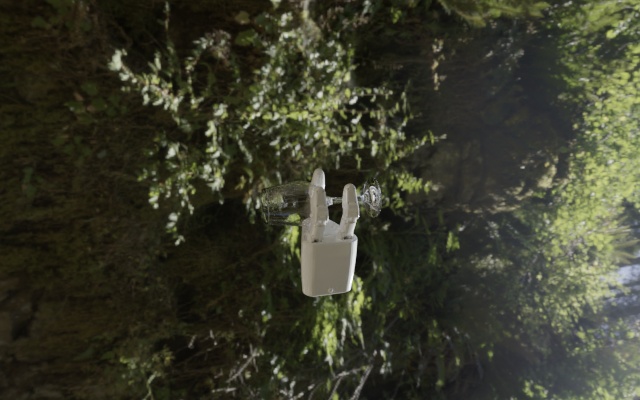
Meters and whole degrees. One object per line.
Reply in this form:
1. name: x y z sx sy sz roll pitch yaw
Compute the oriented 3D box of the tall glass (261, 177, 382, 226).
1. tall glass: 0.001 0.003 0.834 0.201 0.079 0.079 -4 1 -18
